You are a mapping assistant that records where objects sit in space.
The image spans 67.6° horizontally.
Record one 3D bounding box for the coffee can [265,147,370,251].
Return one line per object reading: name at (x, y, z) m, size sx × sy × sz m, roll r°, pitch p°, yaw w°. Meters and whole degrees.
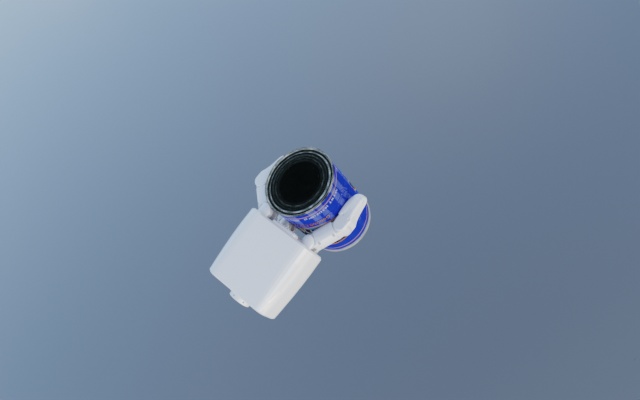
coffee can at (0.000, 0.002, 0.684) m, size 0.103 × 0.102 × 0.140 m, roll 0°, pitch -24°, yaw 27°
